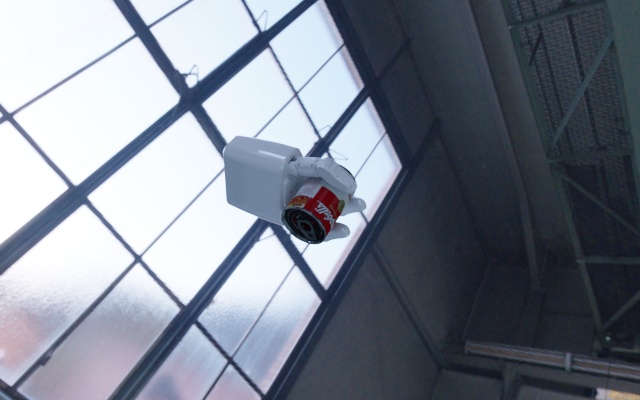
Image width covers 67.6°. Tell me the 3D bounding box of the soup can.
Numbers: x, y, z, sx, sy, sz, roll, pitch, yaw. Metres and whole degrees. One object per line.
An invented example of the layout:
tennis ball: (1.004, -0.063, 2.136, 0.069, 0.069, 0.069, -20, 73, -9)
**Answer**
soup can: (0.001, 0.002, 0.665, 0.068, 0.068, 0.102, 0, 41, 38)
